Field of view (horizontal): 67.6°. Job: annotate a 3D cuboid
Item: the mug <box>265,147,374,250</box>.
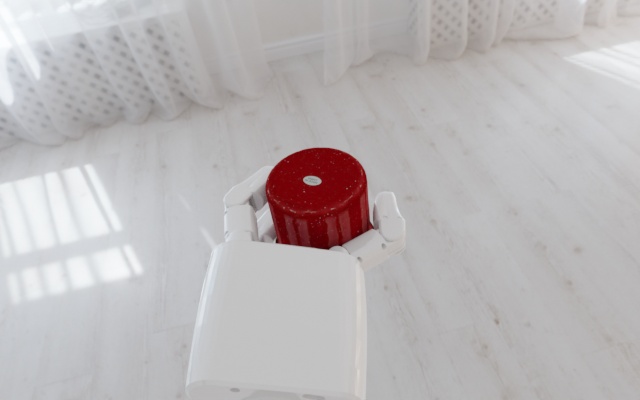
[{"bbox_3d":[0.000,0.000,0.412,0.093,0.117,0.082,-5,-45,4],"label":"mug"}]
